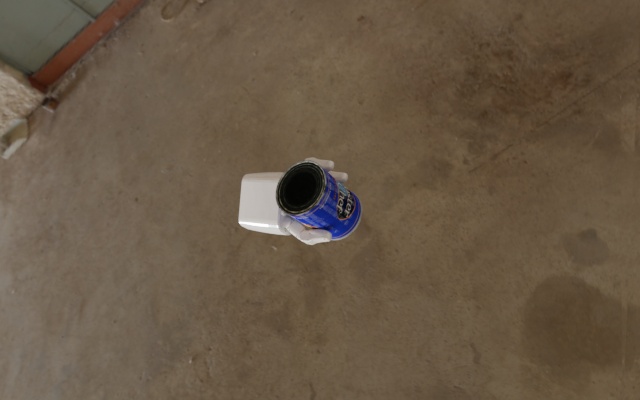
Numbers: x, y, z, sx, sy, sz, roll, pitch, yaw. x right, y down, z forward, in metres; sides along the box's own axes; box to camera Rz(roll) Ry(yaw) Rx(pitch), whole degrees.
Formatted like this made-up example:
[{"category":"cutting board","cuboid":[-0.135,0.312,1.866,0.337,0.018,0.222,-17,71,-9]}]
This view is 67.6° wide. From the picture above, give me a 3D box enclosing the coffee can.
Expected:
[{"category":"coffee can","cuboid":[0.000,0.003,0.865,0.103,0.102,0.140,0,-21,33]}]
